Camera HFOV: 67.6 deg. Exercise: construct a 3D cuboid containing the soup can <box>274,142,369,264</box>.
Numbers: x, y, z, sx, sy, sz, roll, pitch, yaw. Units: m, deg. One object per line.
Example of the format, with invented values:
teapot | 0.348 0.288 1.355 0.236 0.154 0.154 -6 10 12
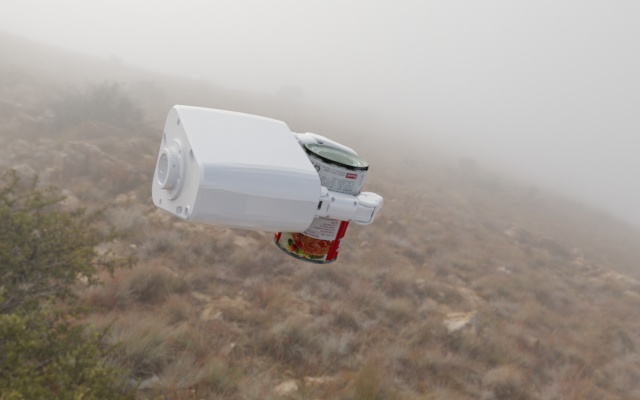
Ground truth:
soup can | 0.001 0.001 0.470 0.068 0.102 0.068 17 17 -5
